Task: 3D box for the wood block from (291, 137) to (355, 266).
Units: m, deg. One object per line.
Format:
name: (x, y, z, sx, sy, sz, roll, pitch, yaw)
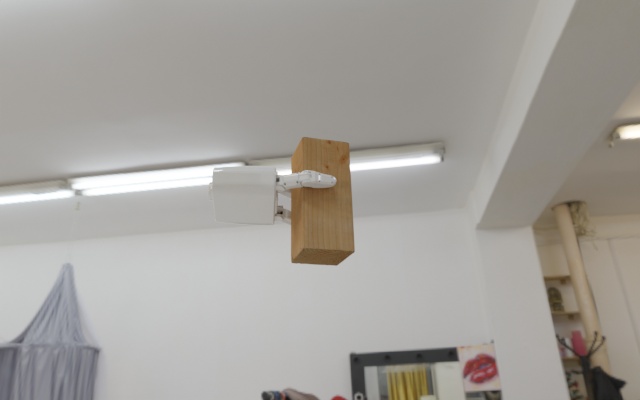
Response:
wood block: (0.000, 0.002, 0.848, 0.090, 0.206, 0.091, 6, -24, -16)
